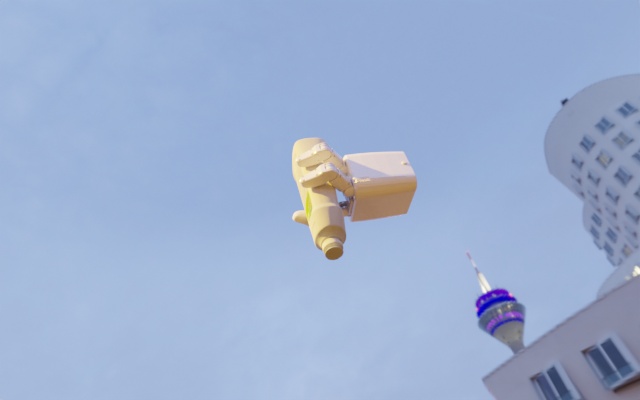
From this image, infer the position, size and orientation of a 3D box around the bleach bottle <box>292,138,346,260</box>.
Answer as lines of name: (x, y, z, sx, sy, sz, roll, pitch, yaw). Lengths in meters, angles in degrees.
bleach bottle: (0.000, 0.003, 0.797, 0.068, 0.103, 0.250, -6, 42, -7)
